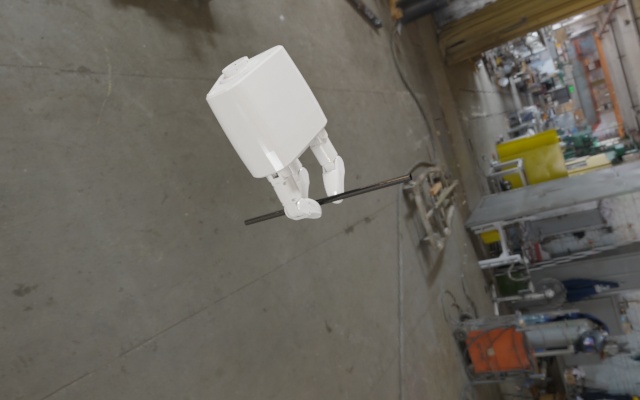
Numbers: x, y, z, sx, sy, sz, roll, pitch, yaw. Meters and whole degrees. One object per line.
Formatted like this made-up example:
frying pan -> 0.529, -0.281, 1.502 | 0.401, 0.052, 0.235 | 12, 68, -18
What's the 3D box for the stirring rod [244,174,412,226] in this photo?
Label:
stirring rod -> 0.000, 0.002, 0.594 | 0.239, 0.011, 0.011 | -16, -8, 29
